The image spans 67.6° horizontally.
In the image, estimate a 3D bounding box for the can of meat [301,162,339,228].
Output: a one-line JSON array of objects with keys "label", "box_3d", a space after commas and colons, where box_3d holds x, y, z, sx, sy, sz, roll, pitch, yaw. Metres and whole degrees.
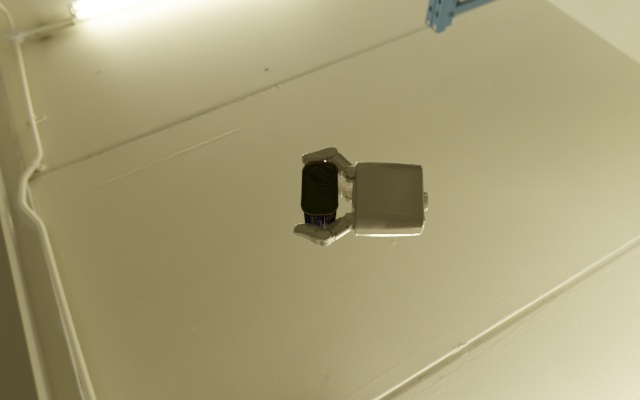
[{"label": "can of meat", "box_3d": [0.000, 0.003, 0.769, 0.057, 0.102, 0.084, -1, -35, 2]}]
